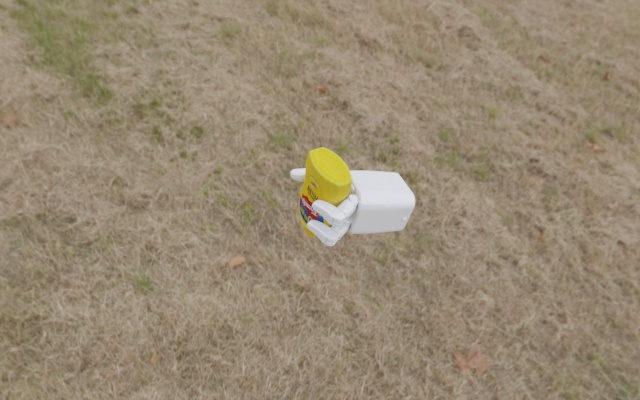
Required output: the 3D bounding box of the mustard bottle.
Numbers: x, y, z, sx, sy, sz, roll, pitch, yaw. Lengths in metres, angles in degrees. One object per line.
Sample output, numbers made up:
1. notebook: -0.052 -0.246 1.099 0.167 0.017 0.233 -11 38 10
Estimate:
1. mustard bottle: 0.000 0.003 0.870 0.058 0.096 0.192 -22 -34 -29
